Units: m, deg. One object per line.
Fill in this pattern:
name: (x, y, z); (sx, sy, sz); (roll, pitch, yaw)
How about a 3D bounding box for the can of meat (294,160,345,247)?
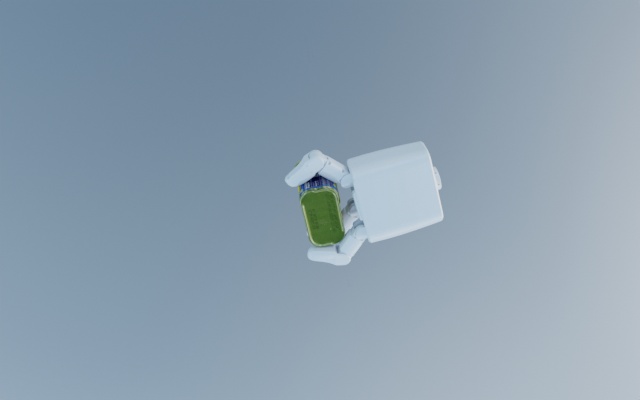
can of meat: (0.000, 0.002, 0.670); (0.057, 0.102, 0.084); (-12, 34, 1)
